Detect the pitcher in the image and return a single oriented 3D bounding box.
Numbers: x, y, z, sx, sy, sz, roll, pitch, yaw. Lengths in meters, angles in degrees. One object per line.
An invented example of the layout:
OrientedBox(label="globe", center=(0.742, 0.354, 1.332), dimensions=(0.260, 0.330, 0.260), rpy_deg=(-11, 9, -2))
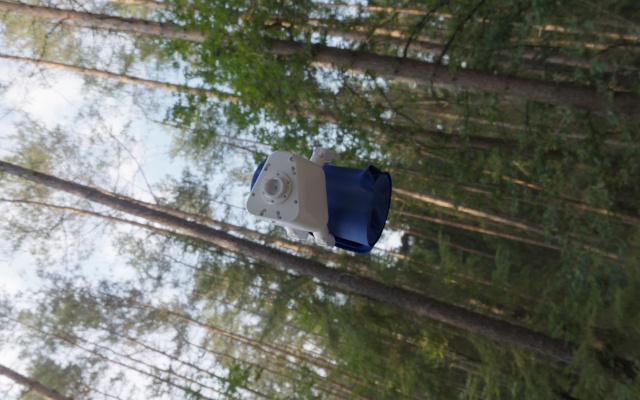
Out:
OrientedBox(label="pitcher", center=(0.000, 0.003, 0.872), dimensions=(0.243, 0.149, 0.145), rpy_deg=(12, -5, 22))
